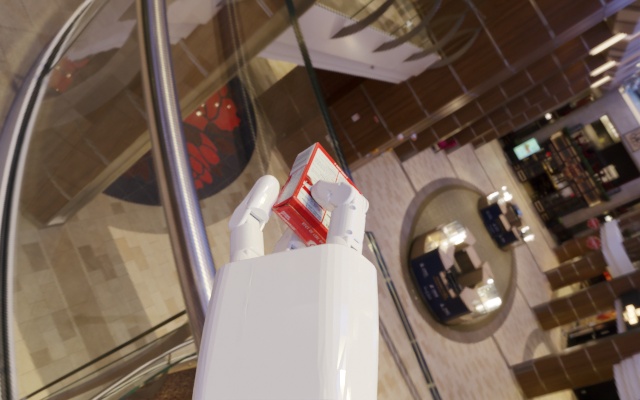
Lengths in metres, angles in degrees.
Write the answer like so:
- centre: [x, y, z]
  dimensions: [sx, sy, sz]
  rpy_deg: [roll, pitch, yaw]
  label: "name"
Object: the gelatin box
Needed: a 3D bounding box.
- centre: [0.000, 0.001, 0.436]
  dimensions: [0.030, 0.073, 0.089]
  rpy_deg: [-28, 26, 33]
  label: "gelatin box"
